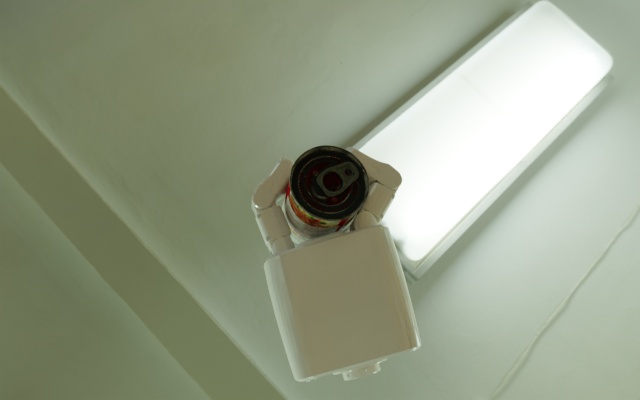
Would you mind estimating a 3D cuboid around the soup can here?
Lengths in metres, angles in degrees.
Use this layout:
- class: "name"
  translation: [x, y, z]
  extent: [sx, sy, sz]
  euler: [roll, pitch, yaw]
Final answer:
- class: "soup can"
  translation: [0.000, 0.001, 0.444]
  extent: [0.068, 0.068, 0.102]
  euler: [0, -20, -10]
